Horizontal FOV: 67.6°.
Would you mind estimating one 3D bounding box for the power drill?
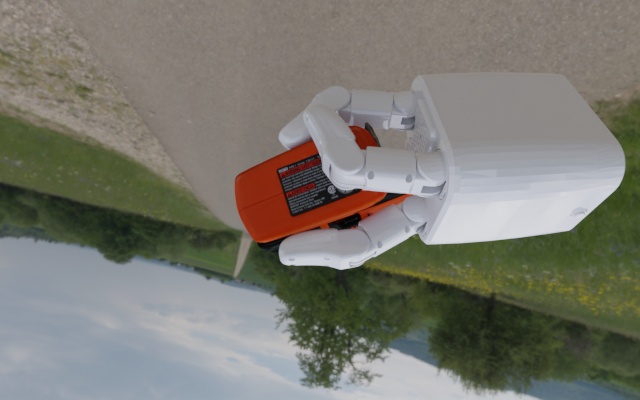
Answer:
[{"bbox_3d":[0.000,0.001,0.406,0.184,0.057,0.187,-23,-9,12],"label":"power drill"}]
